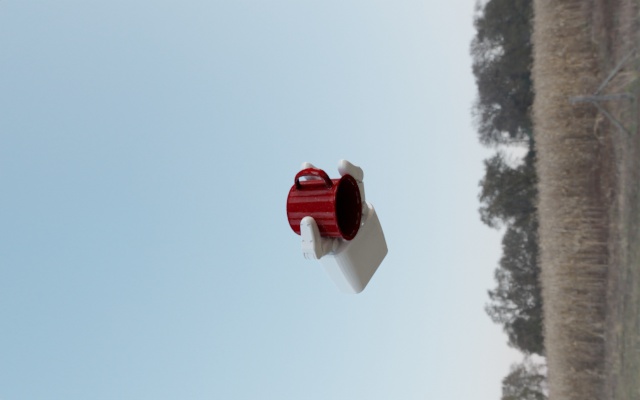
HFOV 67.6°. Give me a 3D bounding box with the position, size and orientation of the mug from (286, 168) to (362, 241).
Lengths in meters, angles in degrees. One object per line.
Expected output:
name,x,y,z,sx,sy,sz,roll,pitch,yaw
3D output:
mug,-0.001,0.001,0.673,0.081,0.093,0.117,-2,-45,27
